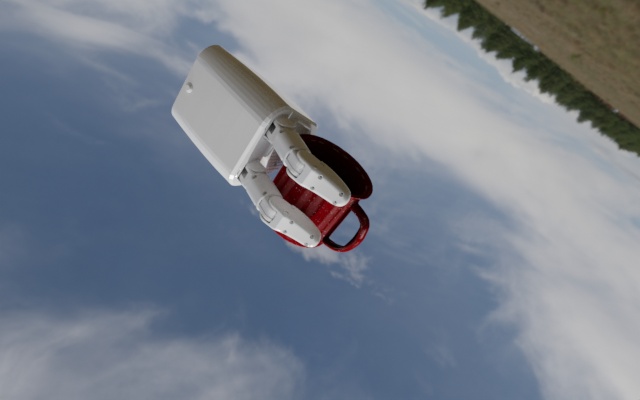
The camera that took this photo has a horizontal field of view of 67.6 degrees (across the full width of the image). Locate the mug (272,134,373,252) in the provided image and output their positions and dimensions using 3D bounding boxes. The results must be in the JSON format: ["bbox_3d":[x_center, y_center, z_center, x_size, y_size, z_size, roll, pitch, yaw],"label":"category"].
[{"bbox_3d":[0.001,0.003,0.480,0.117,0.081,0.093,47,29,17],"label":"mug"}]
